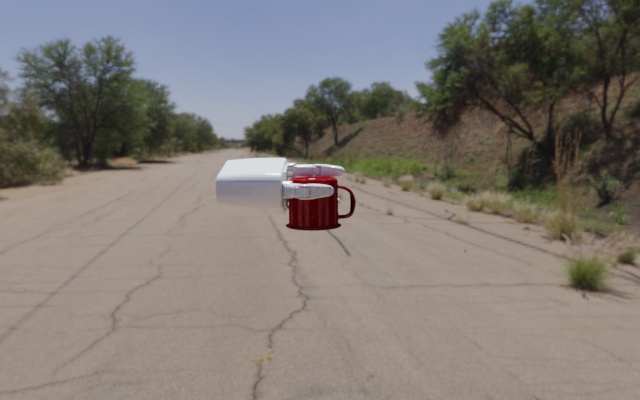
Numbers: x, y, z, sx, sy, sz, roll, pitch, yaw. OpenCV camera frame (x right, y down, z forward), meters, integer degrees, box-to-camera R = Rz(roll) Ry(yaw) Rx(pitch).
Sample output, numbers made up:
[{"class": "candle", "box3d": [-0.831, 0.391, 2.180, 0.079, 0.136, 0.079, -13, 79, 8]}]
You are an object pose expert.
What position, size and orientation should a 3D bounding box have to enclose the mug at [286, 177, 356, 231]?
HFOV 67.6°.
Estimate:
[{"class": "mug", "box3d": [0.002, 0.002, 0.795, 0.117, 0.081, 0.093, 0, 6, 0]}]
